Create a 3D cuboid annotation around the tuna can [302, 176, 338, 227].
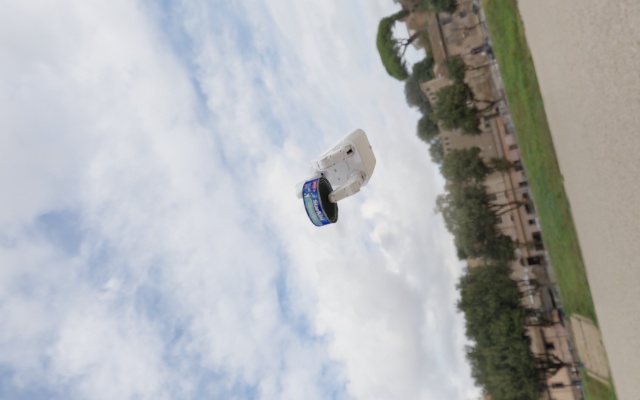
[{"bbox_3d":[0.000,0.003,0.842,0.034,0.086,0.086,-16,-5,19],"label":"tuna can"}]
